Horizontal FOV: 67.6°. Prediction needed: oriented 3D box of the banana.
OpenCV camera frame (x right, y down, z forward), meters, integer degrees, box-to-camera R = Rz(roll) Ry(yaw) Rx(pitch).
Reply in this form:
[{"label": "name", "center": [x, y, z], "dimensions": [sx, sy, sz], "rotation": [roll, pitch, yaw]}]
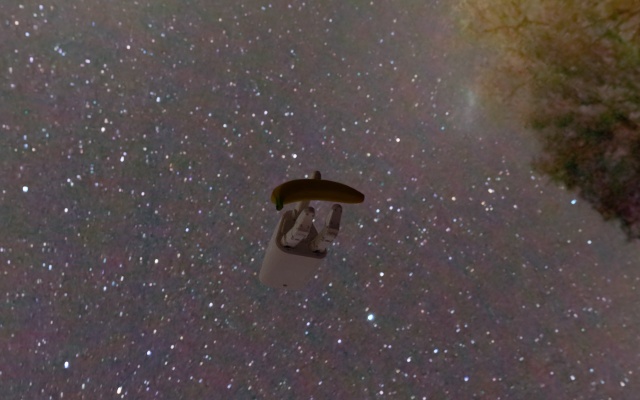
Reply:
[{"label": "banana", "center": [-0.012, -0.009, 0.807], "dimensions": [0.198, 0.037, 0.069], "rotation": [-7, 46, -41]}]
